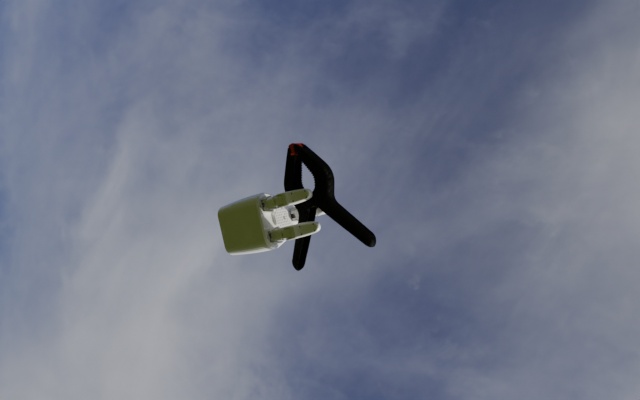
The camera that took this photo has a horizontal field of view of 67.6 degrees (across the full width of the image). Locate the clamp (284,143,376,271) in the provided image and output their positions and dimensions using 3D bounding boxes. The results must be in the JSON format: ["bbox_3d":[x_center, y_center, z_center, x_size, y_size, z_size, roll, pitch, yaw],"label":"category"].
[{"bbox_3d":[0.000,0.002,0.781,0.164,0.210,0.036,-14,-2,33],"label":"clamp"}]
